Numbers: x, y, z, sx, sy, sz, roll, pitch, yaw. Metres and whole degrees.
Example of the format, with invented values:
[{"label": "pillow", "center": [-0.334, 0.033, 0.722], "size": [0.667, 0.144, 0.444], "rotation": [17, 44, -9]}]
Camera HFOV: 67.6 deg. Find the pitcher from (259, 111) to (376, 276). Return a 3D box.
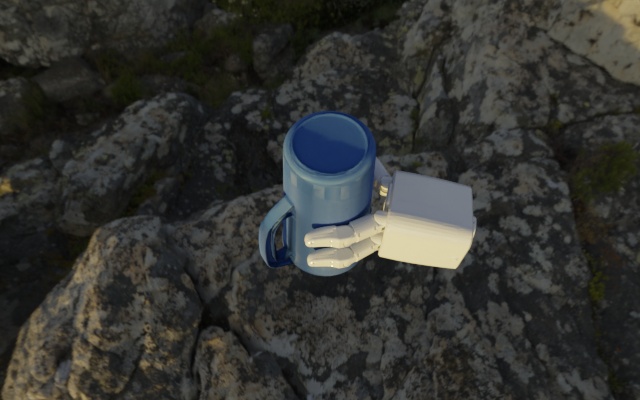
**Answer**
[{"label": "pitcher", "center": [0.000, 0.002, 0.640], "size": [0.145, 0.149, 0.243], "rotation": [12, -30, 6]}]
